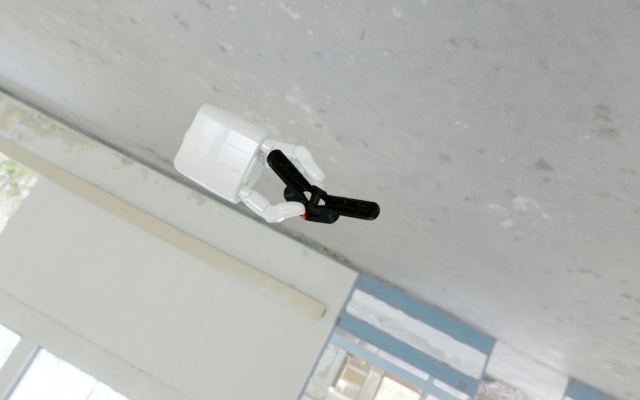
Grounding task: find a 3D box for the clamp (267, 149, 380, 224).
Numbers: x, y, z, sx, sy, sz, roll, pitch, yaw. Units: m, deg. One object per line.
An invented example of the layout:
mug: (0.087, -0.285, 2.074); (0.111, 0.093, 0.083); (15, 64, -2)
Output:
clamp: (-0.001, 0.003, 0.706); (0.164, 0.036, 0.210); (28, -15, 5)
